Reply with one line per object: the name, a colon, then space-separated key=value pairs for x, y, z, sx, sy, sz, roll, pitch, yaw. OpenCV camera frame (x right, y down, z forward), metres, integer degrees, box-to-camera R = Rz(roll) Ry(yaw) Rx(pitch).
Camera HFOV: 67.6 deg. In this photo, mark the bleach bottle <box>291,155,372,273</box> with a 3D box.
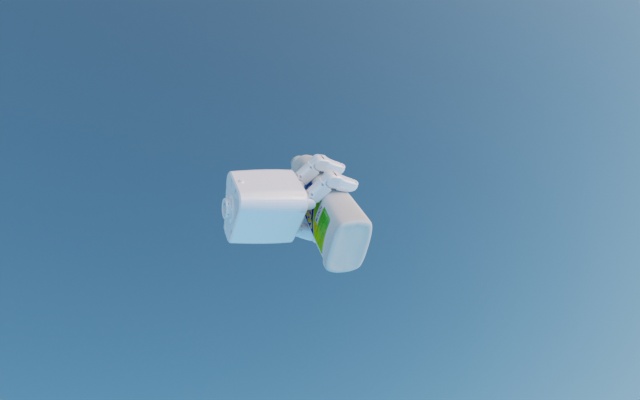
bleach bottle: x=0.000 y=0.003 z=0.803 sx=0.068 sy=0.103 sz=0.250 roll=-1 pitch=33 yaw=-24
